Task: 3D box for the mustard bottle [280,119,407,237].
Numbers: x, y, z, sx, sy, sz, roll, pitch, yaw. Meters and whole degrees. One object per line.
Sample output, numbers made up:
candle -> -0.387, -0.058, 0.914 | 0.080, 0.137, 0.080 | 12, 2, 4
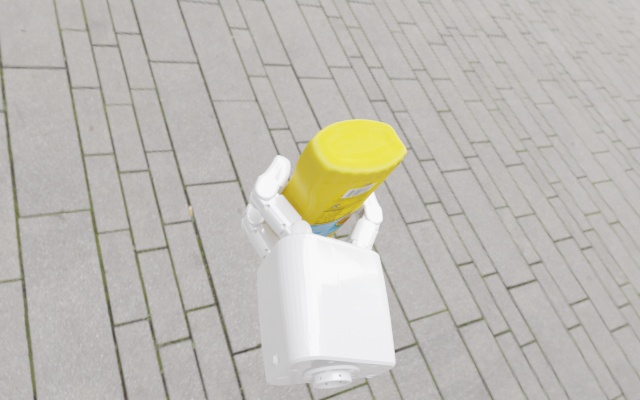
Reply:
mustard bottle -> 0.000, 0.001, 0.476 | 0.096, 0.058, 0.192 | -17, -23, -34
